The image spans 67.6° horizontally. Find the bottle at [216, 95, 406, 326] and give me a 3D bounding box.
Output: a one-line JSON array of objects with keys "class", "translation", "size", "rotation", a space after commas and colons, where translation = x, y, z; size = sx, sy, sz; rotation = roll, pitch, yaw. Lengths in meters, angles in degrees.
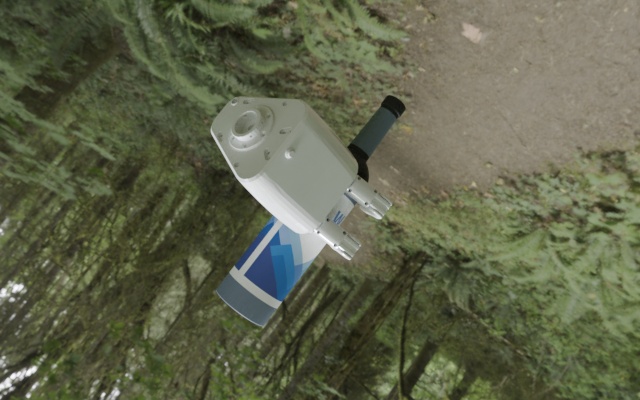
[{"class": "bottle", "translation": [0.000, 0.002, 0.542], "size": [0.069, 0.295, 0.069], "rotation": [37, -6, 5]}]
